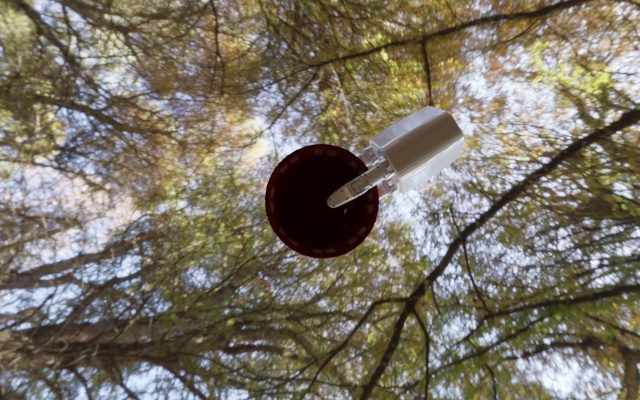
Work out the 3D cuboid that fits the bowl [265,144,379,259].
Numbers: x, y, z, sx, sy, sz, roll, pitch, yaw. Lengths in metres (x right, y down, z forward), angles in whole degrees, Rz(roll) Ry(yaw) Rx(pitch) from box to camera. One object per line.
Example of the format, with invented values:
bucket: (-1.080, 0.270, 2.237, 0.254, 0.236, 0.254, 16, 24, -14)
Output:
bowl: (-0.001, 0.003, 0.691, 0.162, 0.162, 0.055, 0, -4, -8)
